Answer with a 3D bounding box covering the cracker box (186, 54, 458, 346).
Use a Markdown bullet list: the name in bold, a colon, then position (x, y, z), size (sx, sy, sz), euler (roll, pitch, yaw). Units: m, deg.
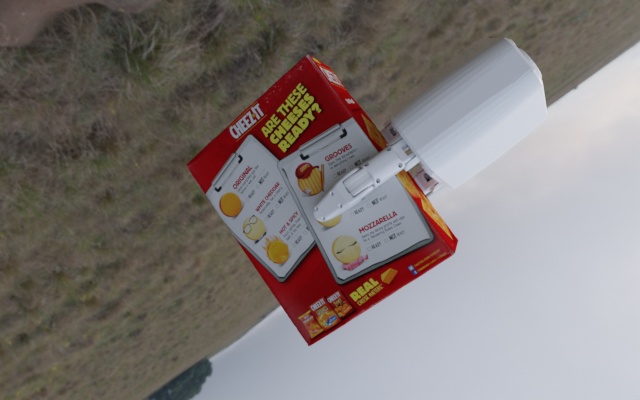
- **cracker box**: position (0.000, 0.002, 0.457), size (0.164, 0.213, 0.072), euler (-38, -7, 19)
